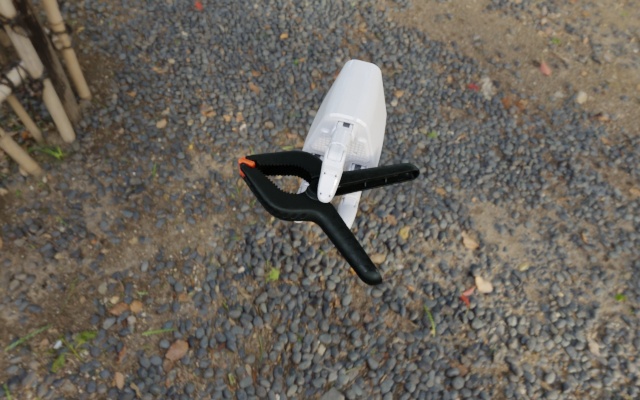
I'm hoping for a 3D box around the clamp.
[{"bbox_3d":[0.000,0.001,0.547,0.210,0.164,0.036,14,-33,4],"label":"clamp"}]
